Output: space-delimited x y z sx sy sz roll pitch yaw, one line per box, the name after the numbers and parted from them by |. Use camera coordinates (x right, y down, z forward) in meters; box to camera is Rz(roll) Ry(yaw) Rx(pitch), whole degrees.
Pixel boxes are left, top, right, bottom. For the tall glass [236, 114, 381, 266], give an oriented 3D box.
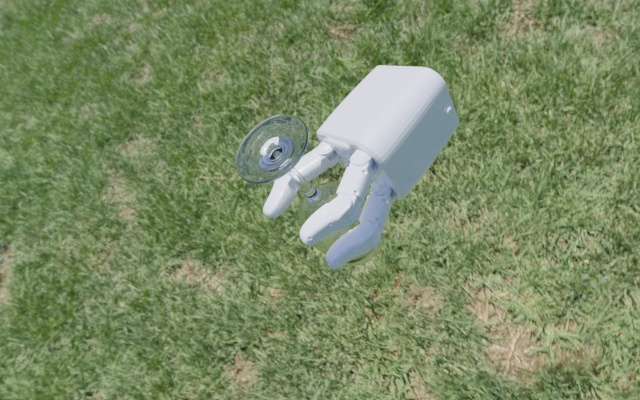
0.000 0.001 0.496 0.079 0.079 0.201 0 -29 30 | tall glass
